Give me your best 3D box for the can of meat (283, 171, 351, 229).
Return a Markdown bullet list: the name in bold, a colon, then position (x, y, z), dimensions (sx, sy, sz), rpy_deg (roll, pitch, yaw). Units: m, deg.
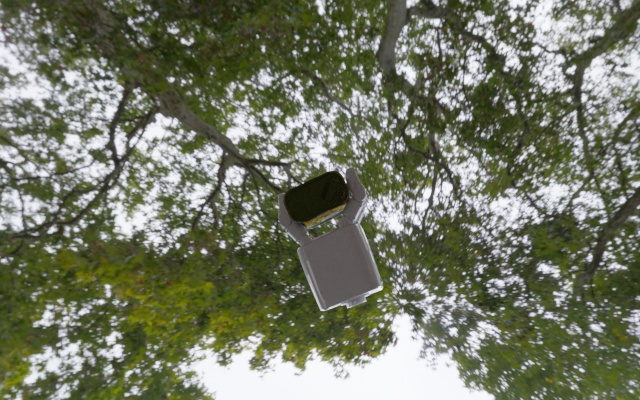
- **can of meat**: position (0.000, 0.003, 0.777), dimensions (0.102, 0.057, 0.084), rpy_deg (-25, -16, 4)
